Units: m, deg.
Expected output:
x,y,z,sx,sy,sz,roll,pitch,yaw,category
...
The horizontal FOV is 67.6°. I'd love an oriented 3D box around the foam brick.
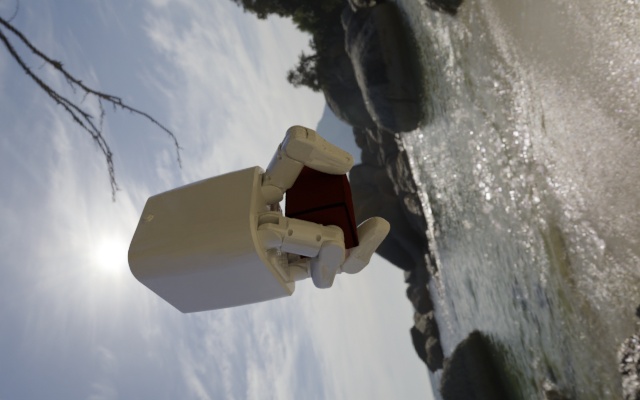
x,y,z,sx,sy,sz,roll,pitch,yaw,category
0.000,0.001,0.416,0.051,0.053,0.078,-13,38,8,foam brick
